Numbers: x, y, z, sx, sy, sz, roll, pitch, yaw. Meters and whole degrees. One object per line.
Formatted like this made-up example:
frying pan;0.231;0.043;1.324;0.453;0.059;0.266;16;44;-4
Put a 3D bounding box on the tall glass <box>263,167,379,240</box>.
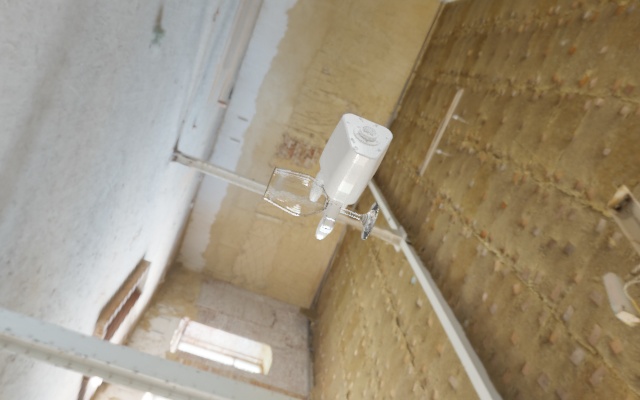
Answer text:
tall glass;0.001;0.003;0.870;0.201;0.079;0.079;21;-3;-8
